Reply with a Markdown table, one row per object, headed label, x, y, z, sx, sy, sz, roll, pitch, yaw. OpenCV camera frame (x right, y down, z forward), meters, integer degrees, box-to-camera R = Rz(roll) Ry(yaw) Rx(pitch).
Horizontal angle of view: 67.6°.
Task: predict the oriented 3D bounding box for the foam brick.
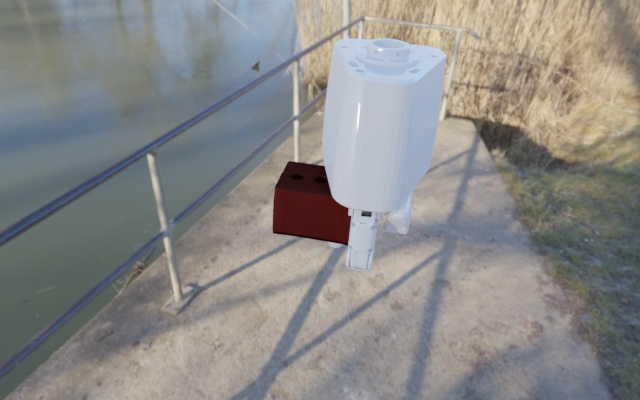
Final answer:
| label | x | y | z | sx | sy | sz | roll | pitch | yaw |
| --- | --- | --- | --- | --- | --- | --- | --- | --- | --- |
| foam brick | 0.000 | 0.002 | 0.437 | 0.078 | 0.051 | 0.053 | 8 | 34 | 8 |
